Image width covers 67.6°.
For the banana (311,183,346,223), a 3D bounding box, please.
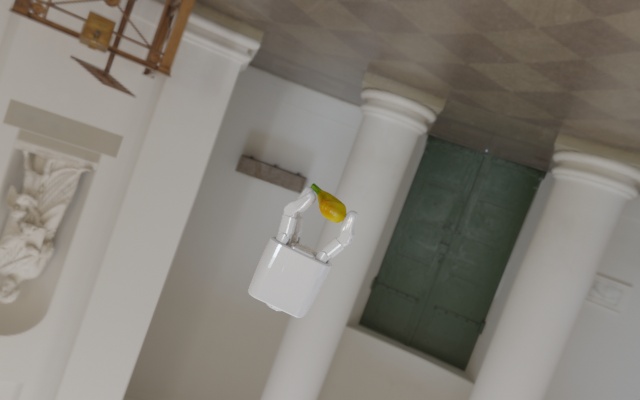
[{"bbox_3d":[0.016,0.012,0.841,0.069,0.037,0.197,31,4,-10],"label":"banana"}]
